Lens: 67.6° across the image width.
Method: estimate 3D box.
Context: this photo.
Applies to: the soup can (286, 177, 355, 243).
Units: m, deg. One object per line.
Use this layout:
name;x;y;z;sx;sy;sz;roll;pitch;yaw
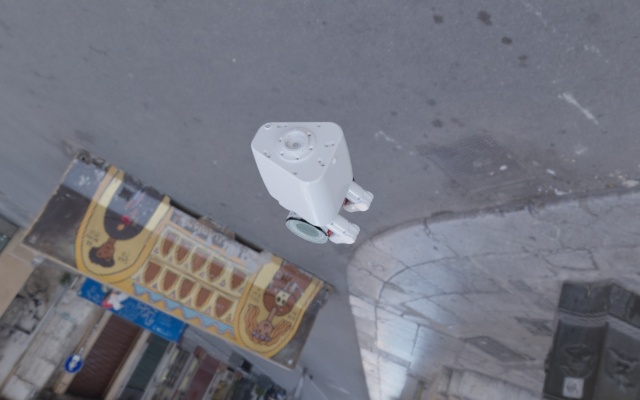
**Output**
soup can;0.000;0.003;0.692;0.068;0.102;0.068;21;-24;10
